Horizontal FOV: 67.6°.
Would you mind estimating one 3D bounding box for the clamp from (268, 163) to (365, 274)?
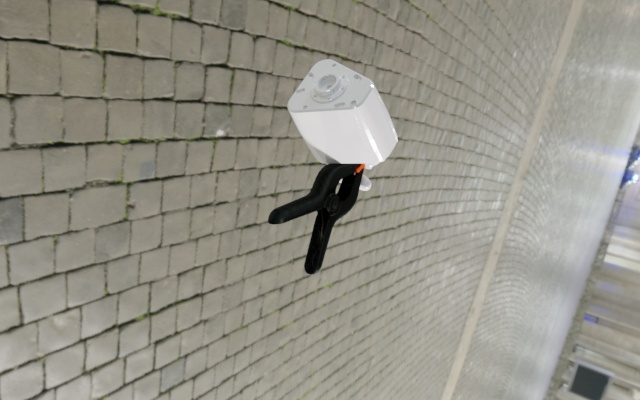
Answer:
[{"bbox_3d":[0.001,0.002,0.642,0.039,0.171,0.120,14,-25,36],"label":"clamp"}]
